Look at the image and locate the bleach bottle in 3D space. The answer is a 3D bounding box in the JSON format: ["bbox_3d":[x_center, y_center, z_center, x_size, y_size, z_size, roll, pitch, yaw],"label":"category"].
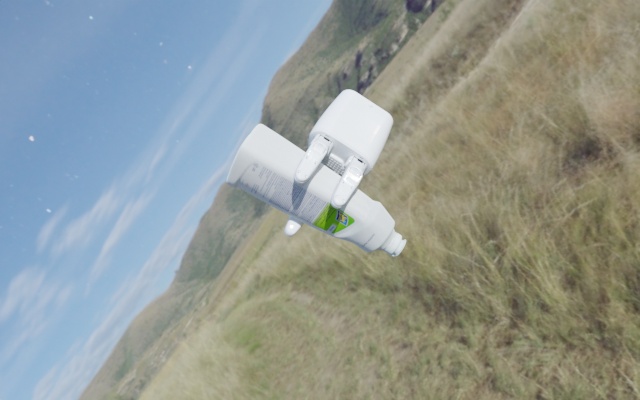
[{"bbox_3d":[0.000,0.002,0.650,0.251,0.068,0.103,33,-37,-3],"label":"bleach bottle"}]
